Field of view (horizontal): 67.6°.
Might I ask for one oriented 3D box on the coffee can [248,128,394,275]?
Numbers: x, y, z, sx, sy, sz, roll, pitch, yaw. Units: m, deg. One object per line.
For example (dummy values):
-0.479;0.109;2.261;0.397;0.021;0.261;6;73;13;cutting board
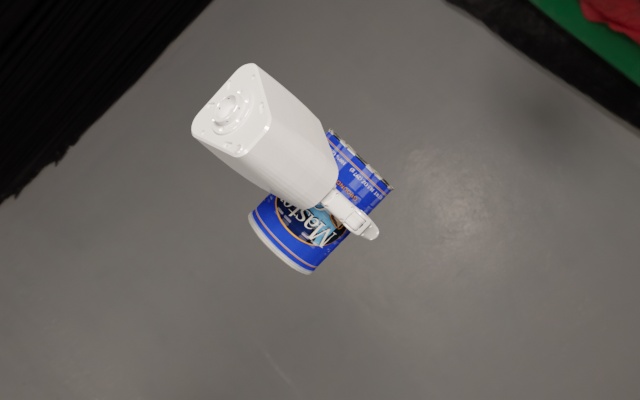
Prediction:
0.000;0.002;0.558;0.103;0.140;0.103;43;7;-6;coffee can
